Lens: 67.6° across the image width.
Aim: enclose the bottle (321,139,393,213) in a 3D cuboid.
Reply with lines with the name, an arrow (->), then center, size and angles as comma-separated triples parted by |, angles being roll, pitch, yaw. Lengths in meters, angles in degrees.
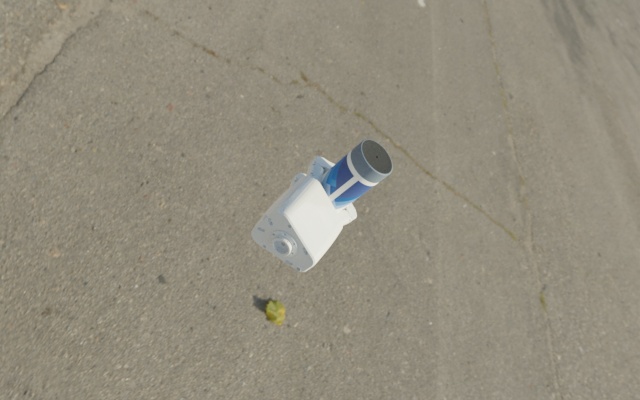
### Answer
bottle -> 0.000, 0.003, 0.831 | 0.069, 0.069, 0.296 | 0, -29, -42
